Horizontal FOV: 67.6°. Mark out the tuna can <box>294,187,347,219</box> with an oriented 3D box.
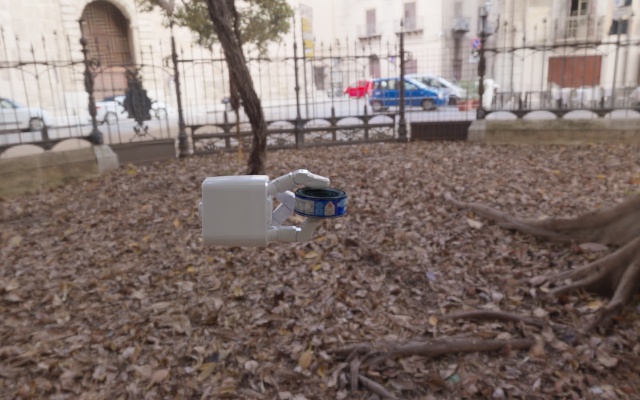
[{"bbox_3d":[0.000,0.002,0.771,0.086,0.034,0.086,3,13,-1],"label":"tuna can"}]
